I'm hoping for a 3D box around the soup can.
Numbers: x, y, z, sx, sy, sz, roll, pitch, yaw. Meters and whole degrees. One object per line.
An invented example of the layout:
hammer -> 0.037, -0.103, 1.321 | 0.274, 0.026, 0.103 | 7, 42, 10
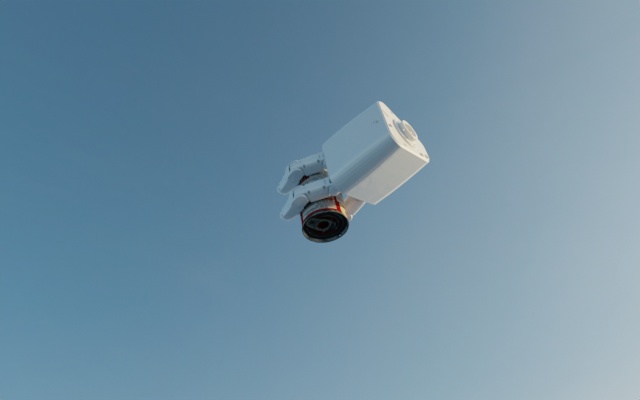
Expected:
soup can -> 0.000, 0.002, 0.710 | 0.068, 0.102, 0.069 | -6, -43, -6
